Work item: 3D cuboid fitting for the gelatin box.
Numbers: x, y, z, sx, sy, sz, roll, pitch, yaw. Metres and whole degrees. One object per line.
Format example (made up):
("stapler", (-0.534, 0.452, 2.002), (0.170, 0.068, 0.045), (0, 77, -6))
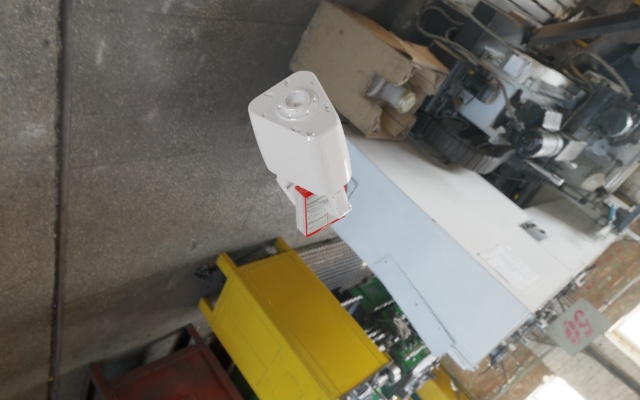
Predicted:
("gelatin box", (0.000, 0.003, 0.695), (0.073, 0.089, 0.030), (-28, 51, -24))
